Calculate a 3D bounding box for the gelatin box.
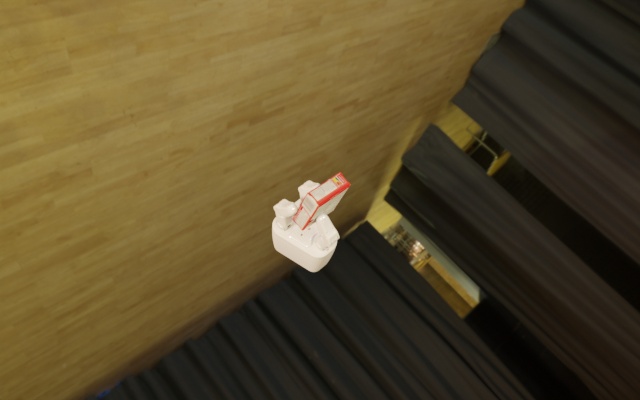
[{"bbox_3d":[0.001,0.003,0.759,0.073,0.030,0.089,-33,-14,-33],"label":"gelatin box"}]
